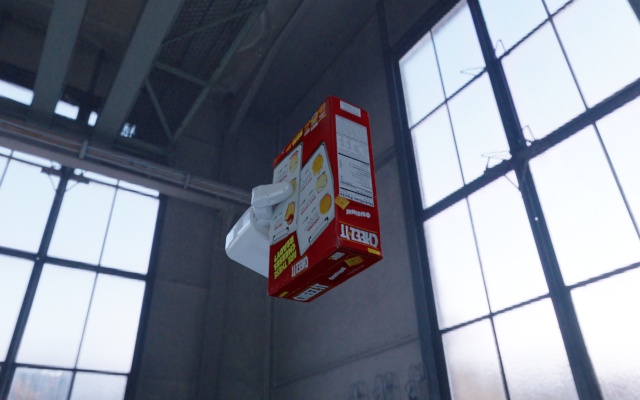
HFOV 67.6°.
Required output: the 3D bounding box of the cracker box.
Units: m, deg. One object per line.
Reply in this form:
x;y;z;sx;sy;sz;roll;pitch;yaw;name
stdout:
0.000;0.002;0.613;0.072;0.213;0.164;16;-35;-27;cracker box
